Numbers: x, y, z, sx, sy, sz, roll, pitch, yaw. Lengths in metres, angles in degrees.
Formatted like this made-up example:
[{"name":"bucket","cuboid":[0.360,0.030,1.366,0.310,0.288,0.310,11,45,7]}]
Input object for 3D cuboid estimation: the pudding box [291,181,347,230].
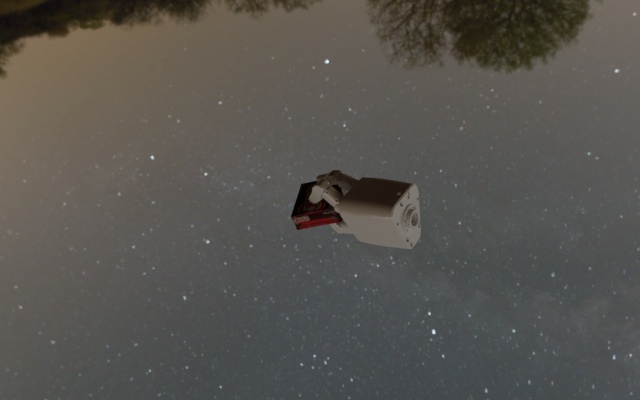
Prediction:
[{"name":"pudding box","cuboid":[0.000,0.003,0.899,0.090,0.039,0.113,-11,30,17]}]
